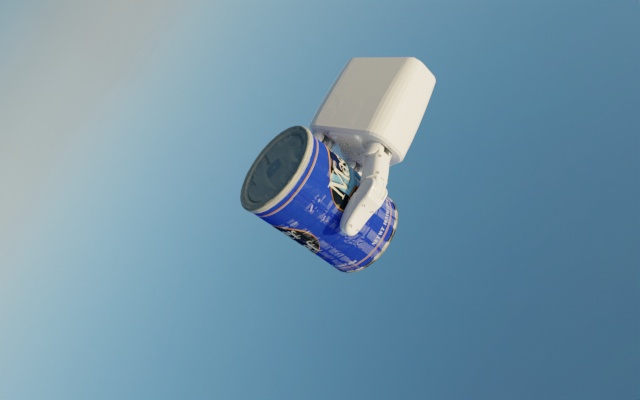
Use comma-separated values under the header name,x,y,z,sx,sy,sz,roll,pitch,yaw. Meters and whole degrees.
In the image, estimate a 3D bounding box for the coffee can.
name,x,y,z,sx,sy,sz,roll,pitch,yaw
coffee can,0.000,0.002,0.516,0.140,0.102,0.103,37,-21,-31
